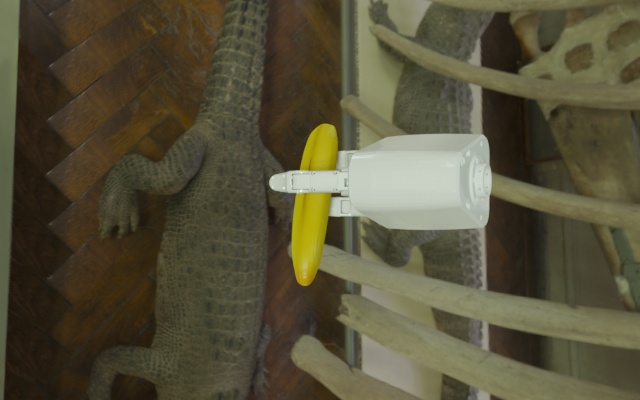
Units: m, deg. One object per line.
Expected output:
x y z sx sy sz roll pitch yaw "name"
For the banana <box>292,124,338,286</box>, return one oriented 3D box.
-0.003 -0.008 0.524 0.037 0.197 0.070 4 -21 15 "banana"
